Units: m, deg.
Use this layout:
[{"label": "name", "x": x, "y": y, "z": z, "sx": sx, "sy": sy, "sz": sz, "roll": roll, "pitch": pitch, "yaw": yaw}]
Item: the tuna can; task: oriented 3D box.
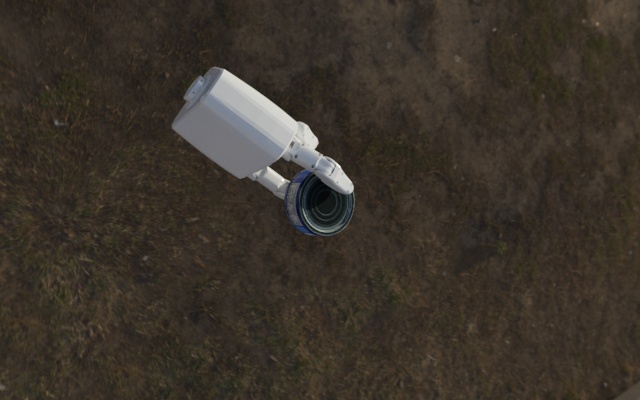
[{"label": "tuna can", "x": 0.000, "y": 0.002, "z": 0.593, "sx": 0.086, "sy": 0.086, "sz": 0.034, "roll": 0, "pitch": 1, "yaw": -33}]
